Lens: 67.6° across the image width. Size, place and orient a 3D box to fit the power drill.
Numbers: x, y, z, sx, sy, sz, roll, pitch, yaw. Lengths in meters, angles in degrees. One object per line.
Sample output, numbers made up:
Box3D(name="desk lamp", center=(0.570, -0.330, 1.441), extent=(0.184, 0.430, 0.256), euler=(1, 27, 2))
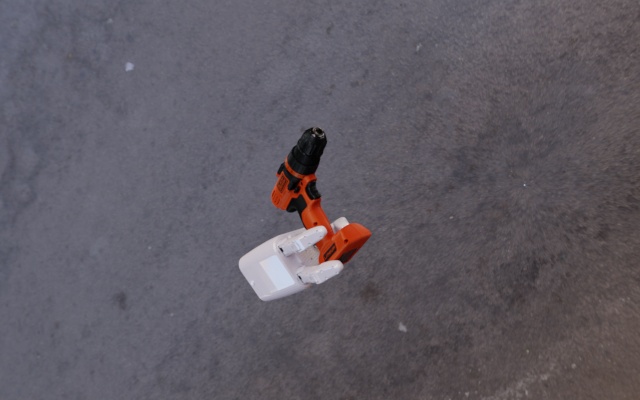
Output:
Box3D(name="power drill", center=(0.000, 0.003, 0.751), extent=(0.057, 0.187, 0.184), euler=(-17, -26, -33))
